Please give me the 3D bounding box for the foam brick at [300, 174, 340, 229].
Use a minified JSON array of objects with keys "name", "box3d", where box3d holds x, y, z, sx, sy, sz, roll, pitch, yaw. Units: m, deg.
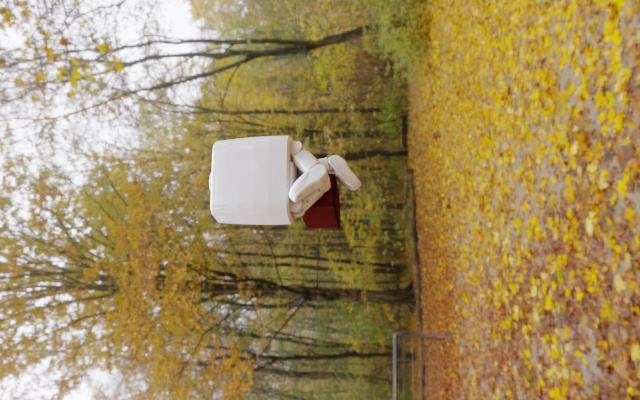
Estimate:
[{"name":"foam brick","box3d":[0.000,0.002,0.690,0.051,0.053,0.078,-3,-28,6]}]
